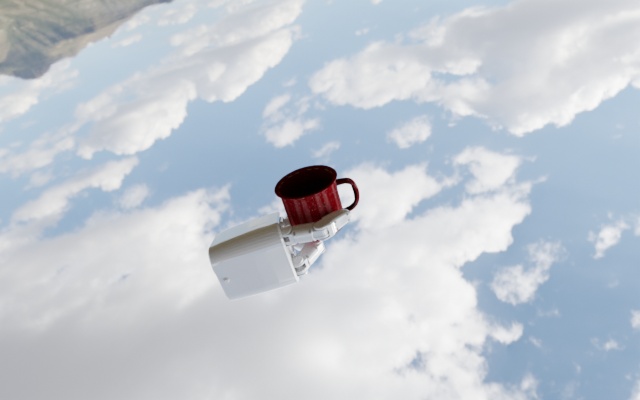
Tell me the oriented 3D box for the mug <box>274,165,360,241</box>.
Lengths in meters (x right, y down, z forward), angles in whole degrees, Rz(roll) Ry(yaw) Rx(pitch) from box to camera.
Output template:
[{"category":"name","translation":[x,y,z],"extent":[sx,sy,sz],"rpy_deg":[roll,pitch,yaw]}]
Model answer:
[{"category":"mug","translation":[0.002,0.002,0.700],"extent":[0.117,0.081,0.093],"rpy_deg":[-16,30,1]}]
